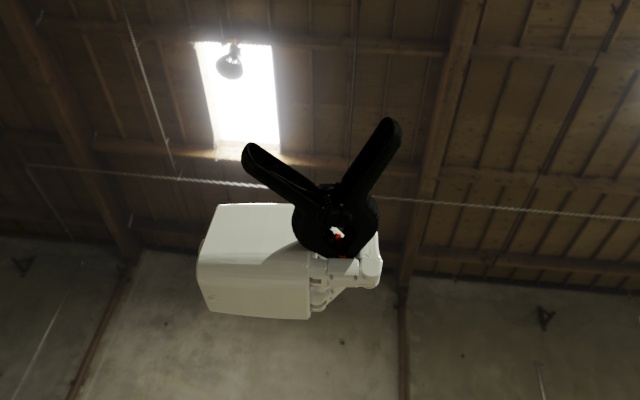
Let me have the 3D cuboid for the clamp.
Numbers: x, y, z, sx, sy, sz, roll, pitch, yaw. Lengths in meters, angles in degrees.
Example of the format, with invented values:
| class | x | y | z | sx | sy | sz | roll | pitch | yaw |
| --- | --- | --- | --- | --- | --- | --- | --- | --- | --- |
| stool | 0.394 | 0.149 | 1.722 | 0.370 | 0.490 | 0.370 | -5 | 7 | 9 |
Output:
| class | x | y | z | sx | sy | sz | roll | pitch | yaw |
| --- | --- | --- | --- | --- | --- | --- | --- | --- | --- |
| clamp | 0.000 | 0.001 | 0.405 | 0.120 | 0.039 | 0.172 | 0 | -41 | -1 |
